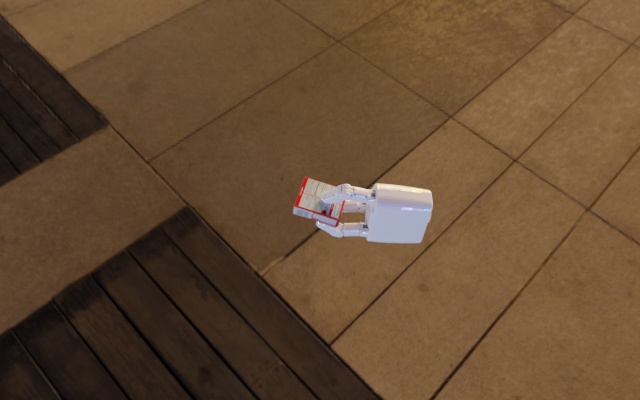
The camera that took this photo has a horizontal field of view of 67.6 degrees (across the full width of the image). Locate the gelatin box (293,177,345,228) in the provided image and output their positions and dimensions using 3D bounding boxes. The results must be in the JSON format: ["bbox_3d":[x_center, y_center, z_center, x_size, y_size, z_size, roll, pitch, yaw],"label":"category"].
[{"bbox_3d":[0.000,0.003,0.898,0.089,0.073,0.030,18,-35,0],"label":"gelatin box"}]
